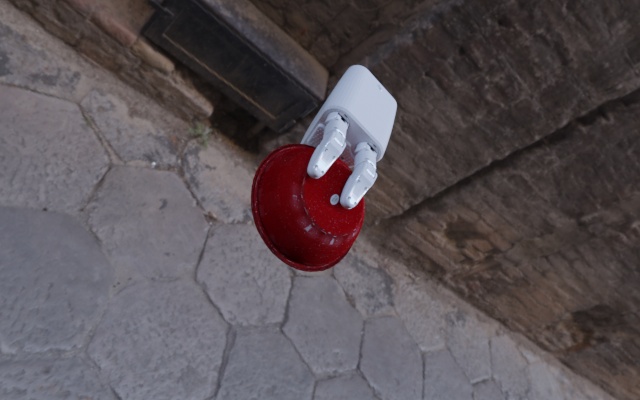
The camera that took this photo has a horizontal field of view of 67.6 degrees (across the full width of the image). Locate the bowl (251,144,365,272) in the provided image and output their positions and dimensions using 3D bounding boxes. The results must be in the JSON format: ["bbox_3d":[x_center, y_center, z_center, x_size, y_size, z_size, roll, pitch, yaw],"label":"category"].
[{"bbox_3d":[0.000,0.003,0.569,0.162,0.162,0.055,0,-12,-37],"label":"bowl"}]
